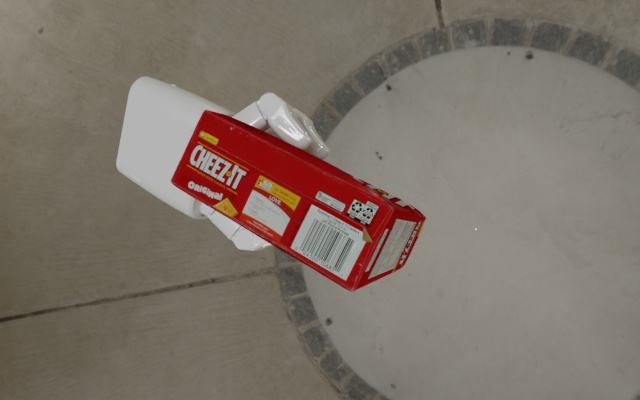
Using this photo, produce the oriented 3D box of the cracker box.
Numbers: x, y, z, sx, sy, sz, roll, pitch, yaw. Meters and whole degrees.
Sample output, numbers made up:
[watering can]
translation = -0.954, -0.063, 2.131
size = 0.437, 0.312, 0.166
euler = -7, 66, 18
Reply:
[cracker box]
translation = 0.000, 0.002, 0.430
size = 0.164, 0.072, 0.214
euler = 28, 6, 18
